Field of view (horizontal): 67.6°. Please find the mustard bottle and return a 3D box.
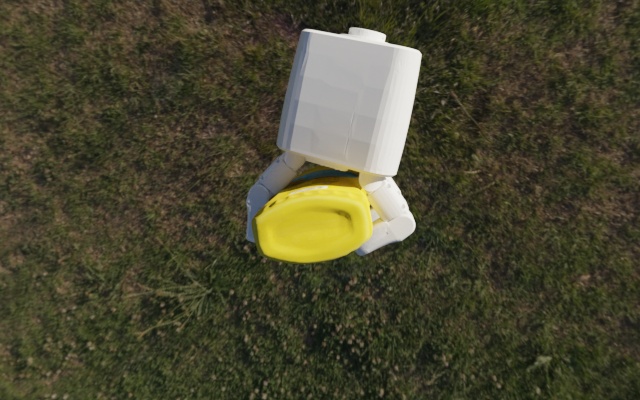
[{"bbox_3d":[0.000,0.002,0.464,0.096,0.058,0.191,-11,12,8],"label":"mustard bottle"}]
